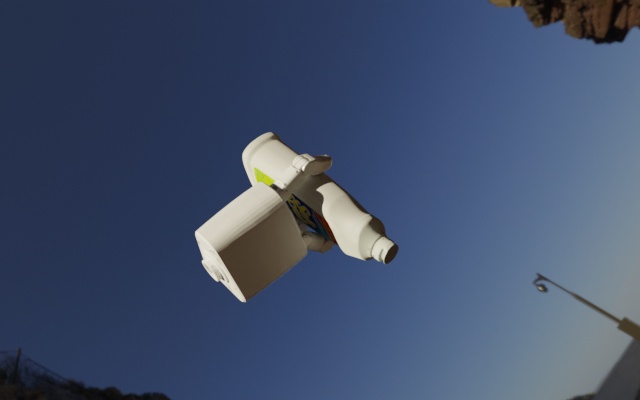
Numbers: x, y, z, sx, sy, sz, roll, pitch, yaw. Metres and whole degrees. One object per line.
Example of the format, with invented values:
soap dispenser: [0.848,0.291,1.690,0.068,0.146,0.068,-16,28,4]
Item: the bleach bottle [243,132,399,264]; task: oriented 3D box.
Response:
bleach bottle: [0.000,0.002,0.650,0.068,0.103,0.250,-40,53,-22]
